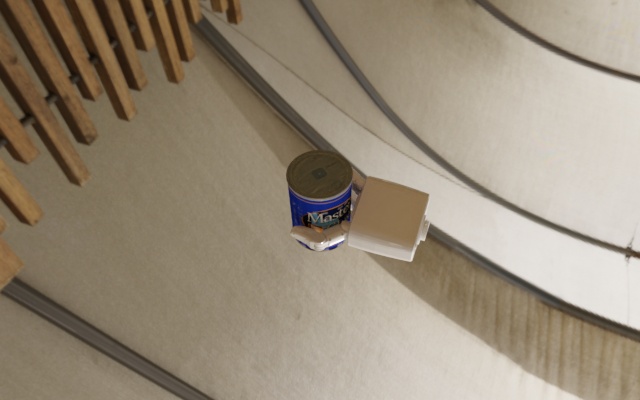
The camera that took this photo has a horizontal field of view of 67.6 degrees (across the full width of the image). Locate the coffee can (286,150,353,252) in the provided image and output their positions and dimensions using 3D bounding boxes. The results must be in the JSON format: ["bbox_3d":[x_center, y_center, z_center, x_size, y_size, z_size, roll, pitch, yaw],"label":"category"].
[{"bbox_3d":[0.000,0.002,0.782,0.103,0.102,0.140,0,-40,2],"label":"coffee can"}]
